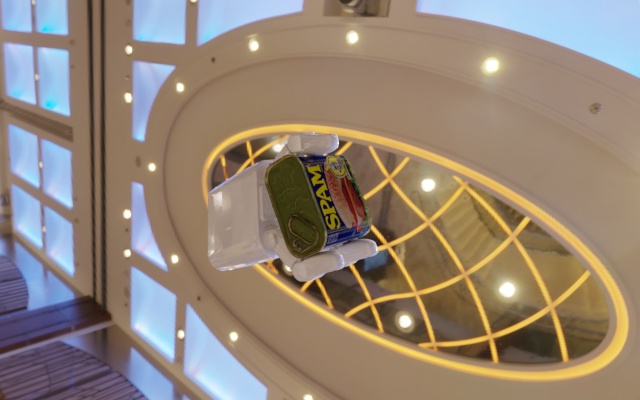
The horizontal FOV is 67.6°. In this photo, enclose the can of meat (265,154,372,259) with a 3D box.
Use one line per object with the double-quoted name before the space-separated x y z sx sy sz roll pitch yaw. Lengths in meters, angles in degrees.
"can of meat" 0.000 0.001 0.504 0.057 0.102 0.084 -27 -11 40
